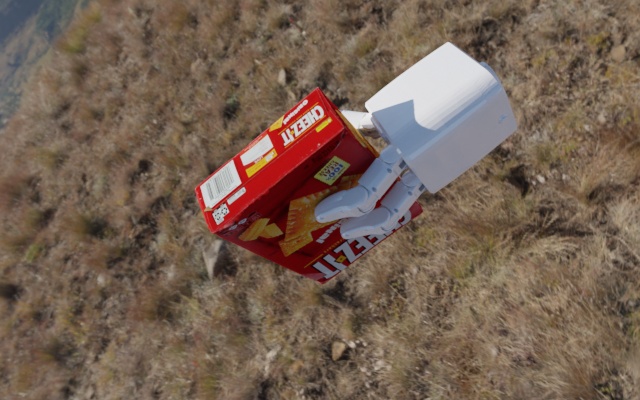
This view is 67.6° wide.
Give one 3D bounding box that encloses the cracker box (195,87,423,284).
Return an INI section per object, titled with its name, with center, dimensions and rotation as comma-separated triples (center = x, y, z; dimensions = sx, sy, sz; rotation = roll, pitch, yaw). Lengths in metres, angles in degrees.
[cracker box]
center = 0.000, 0.002, 0.525
dimensions = 0.164, 0.072, 0.214
rotation = -37, -37, 13
